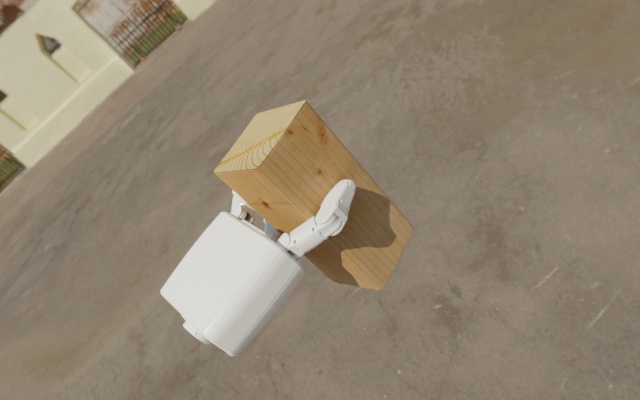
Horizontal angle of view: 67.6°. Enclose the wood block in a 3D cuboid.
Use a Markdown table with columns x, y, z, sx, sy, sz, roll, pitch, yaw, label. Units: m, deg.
| x | y | z | sx | sy | sz | roll | pitch | yaw | label |
| --- | --- | --- | --- | --- | --- | --- | --- | --- | --- |
| 0.000 | 0.002 | 0.525 | 0.091 | 0.090 | 0.206 | 0 | -39 | 51 | wood block |
